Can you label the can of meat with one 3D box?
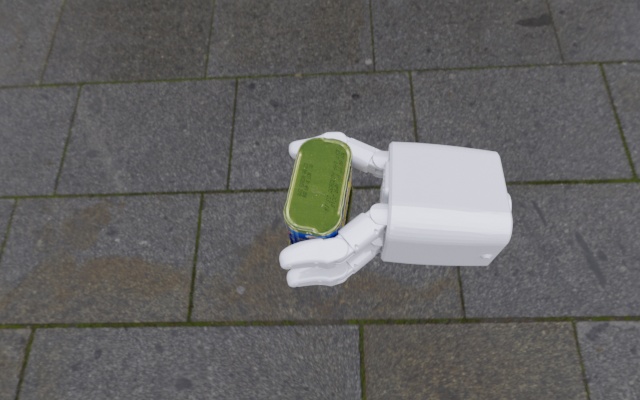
[{"bbox_3d":[0.000,0.001,0.461,0.057,0.102,0.084,8,-24,6],"label":"can of meat"}]
